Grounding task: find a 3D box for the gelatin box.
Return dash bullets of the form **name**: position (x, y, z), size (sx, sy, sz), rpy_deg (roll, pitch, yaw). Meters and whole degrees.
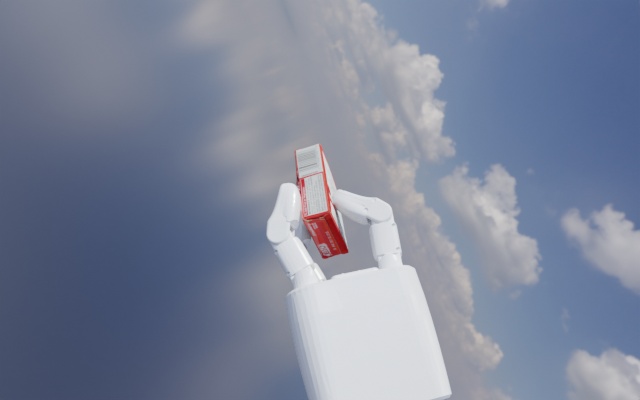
- **gelatin box**: position (0.000, 0.001, 0.471), size (0.030, 0.089, 0.073), rpy_deg (-14, -37, 8)
